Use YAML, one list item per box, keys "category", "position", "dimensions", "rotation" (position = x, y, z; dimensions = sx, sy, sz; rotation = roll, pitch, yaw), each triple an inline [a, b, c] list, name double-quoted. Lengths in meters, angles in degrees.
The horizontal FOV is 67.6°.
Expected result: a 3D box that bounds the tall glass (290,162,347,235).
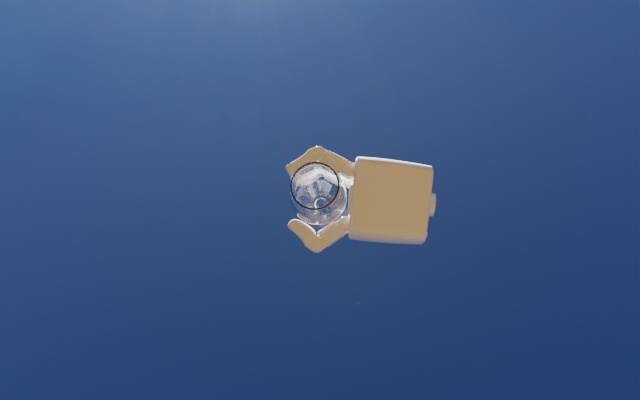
- category: "tall glass"
  position: [0.000, 0.002, 0.688]
  dimensions: [0.079, 0.079, 0.201]
  rotation: [0, -12, 5]
